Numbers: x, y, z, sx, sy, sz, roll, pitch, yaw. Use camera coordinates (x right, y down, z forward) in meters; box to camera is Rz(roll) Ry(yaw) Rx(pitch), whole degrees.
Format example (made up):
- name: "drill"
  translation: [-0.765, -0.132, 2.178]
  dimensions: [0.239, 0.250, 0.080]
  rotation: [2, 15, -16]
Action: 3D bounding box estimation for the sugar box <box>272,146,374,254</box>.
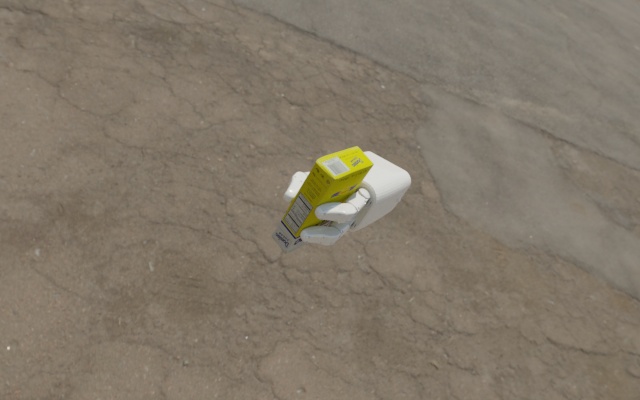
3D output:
- name: "sugar box"
  translation: [0.001, 0.003, 0.718]
  dimensions: [0.093, 0.048, 0.176]
  rotation: [-22, -28, -43]
